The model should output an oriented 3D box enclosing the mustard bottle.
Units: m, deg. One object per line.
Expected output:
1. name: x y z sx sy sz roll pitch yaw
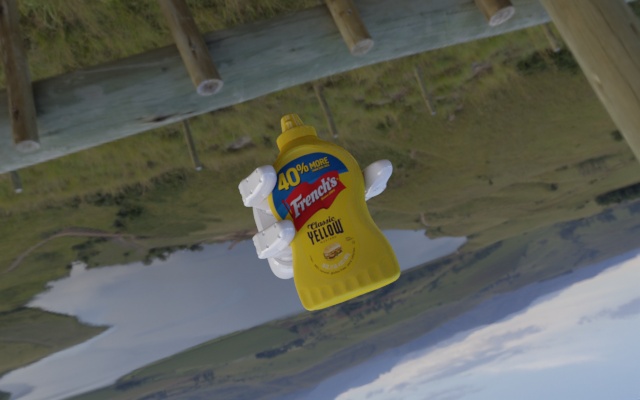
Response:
1. mustard bottle: 0.000 0.002 0.466 0.096 0.191 0.058 -24 -15 12
